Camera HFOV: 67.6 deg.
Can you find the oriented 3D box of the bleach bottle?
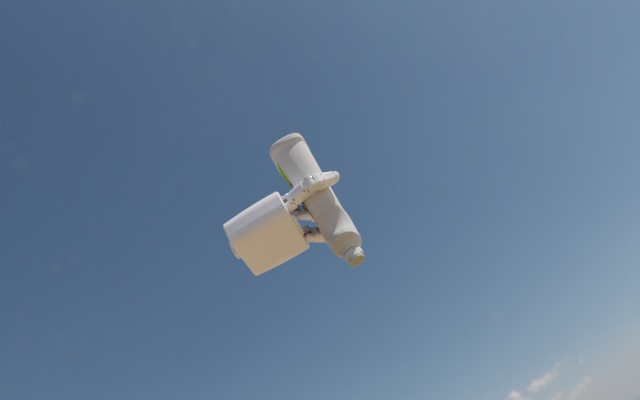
[{"bbox_3d":[0.000,0.003,0.809,0.068,0.250,0.103,-31,-33,-2],"label":"bleach bottle"}]
